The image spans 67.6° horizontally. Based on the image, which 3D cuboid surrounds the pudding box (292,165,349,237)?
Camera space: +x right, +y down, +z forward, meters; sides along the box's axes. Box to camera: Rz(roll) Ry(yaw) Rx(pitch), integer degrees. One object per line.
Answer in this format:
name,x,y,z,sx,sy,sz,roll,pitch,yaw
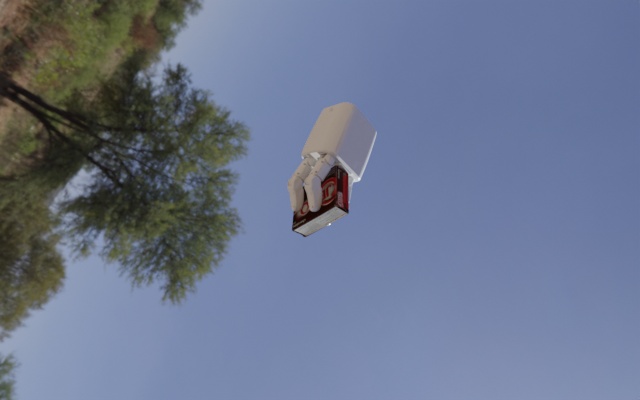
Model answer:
pudding box,0.000,0.003,0.849,0.039,0.090,0.113,30,-46,-30
